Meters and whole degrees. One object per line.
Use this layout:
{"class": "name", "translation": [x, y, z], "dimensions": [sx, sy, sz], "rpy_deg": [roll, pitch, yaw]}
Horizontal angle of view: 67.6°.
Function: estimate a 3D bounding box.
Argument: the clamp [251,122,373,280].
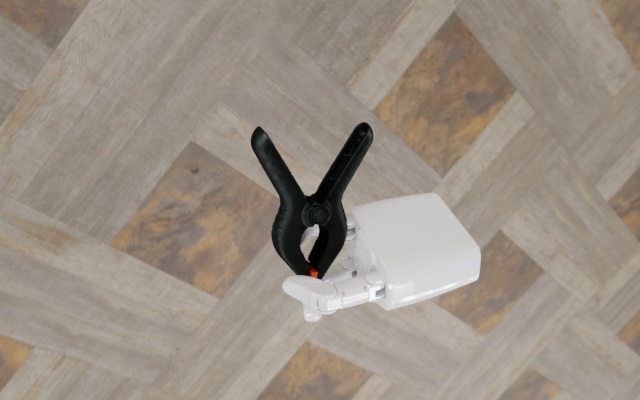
{"class": "clamp", "translation": [0.000, 0.002, 0.467], "dimensions": [0.120, 0.171, 0.039], "rpy_deg": [-12, 27, -15]}
